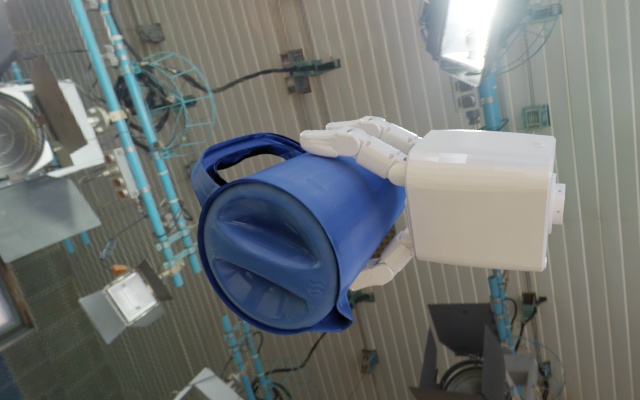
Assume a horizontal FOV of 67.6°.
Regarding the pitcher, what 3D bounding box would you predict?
[{"bbox_3d":[0.000,0.002,0.464,0.145,0.149,0.242,2,21,27],"label":"pitcher"}]
